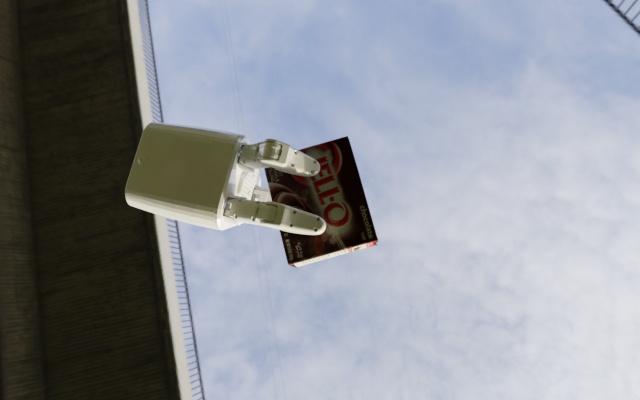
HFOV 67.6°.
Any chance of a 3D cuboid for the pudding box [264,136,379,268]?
[{"bbox_3d":[0.000,0.002,0.478,0.090,0.113,0.039,-16,-12,3],"label":"pudding box"}]
